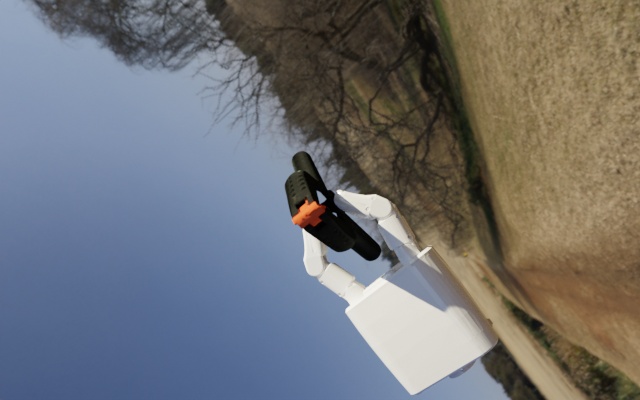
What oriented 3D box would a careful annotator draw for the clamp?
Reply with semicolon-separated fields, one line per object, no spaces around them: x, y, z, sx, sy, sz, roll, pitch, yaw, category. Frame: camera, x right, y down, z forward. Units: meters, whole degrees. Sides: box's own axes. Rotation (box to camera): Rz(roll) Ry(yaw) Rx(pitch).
-0.001;0.002;0.514;0.036;0.164;0.210;-39;-11;8;clamp
